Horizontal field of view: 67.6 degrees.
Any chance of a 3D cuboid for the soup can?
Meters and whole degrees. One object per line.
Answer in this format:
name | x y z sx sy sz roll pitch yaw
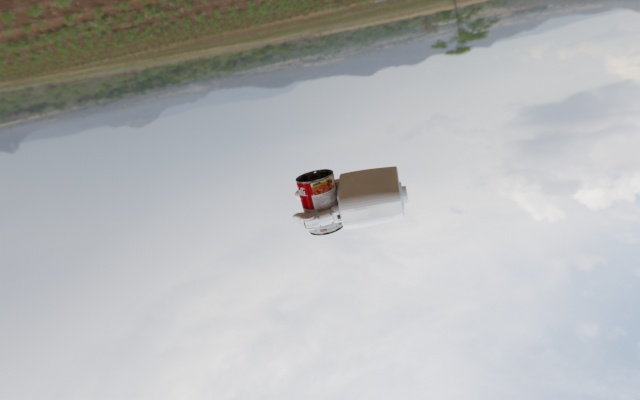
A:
soup can | 0.000 0.003 0.849 0.068 0.102 0.068 -12 18 4
